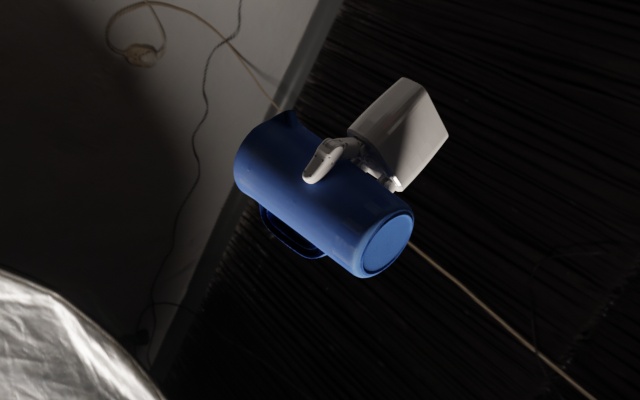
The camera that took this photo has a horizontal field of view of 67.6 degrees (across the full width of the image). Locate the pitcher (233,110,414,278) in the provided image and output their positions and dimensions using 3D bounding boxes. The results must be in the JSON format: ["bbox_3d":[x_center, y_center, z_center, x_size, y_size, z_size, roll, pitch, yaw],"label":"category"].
[{"bbox_3d":[0.000,0.002,0.647,0.242,0.145,0.149,38,-10,35],"label":"pitcher"}]
